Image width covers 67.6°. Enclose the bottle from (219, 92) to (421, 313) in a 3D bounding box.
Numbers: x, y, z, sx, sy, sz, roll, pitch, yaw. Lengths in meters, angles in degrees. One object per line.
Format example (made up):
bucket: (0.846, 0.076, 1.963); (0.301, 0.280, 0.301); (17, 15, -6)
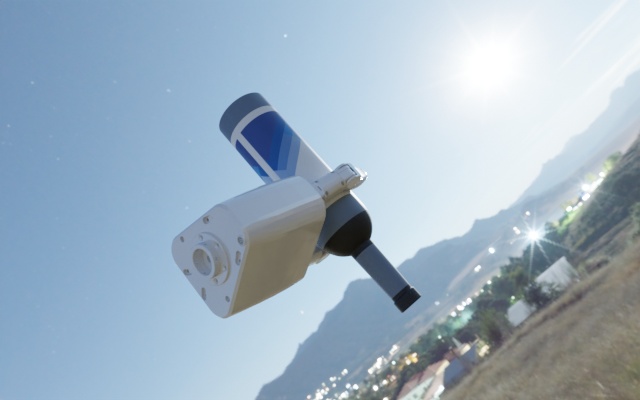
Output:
bottle: (0.000, 0.002, 0.532); (0.069, 0.295, 0.069); (-38, -16, -13)
